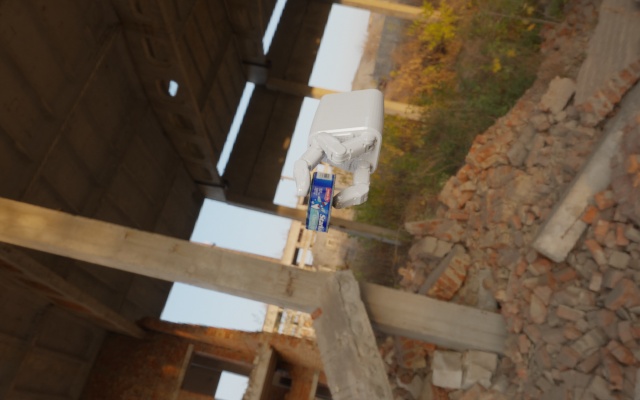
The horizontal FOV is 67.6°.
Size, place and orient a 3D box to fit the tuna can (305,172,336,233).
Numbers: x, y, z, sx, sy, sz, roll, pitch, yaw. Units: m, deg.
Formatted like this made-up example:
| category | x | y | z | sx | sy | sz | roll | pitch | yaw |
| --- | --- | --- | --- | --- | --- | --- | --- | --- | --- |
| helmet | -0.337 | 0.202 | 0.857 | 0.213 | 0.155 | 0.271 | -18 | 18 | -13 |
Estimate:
| category | x | y | z | sx | sy | sz | roll | pitch | yaw |
| --- | --- | --- | --- | --- | --- | --- | --- | --- | --- |
| tuna can | 0.000 | 0.002 | 0.686 | 0.034 | 0.086 | 0.086 | 8 | 0 | 0 |
